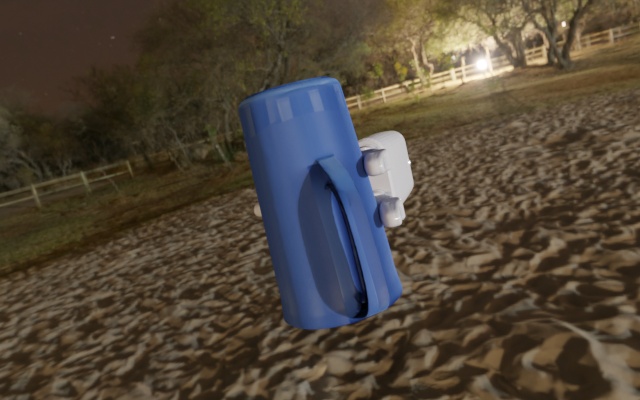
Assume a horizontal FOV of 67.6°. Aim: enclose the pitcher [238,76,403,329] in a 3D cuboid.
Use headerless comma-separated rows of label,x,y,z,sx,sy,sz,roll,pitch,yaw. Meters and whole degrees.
pitcher,0.000,0.002,0.496,0.149,0.243,0.145,-10,10,28
